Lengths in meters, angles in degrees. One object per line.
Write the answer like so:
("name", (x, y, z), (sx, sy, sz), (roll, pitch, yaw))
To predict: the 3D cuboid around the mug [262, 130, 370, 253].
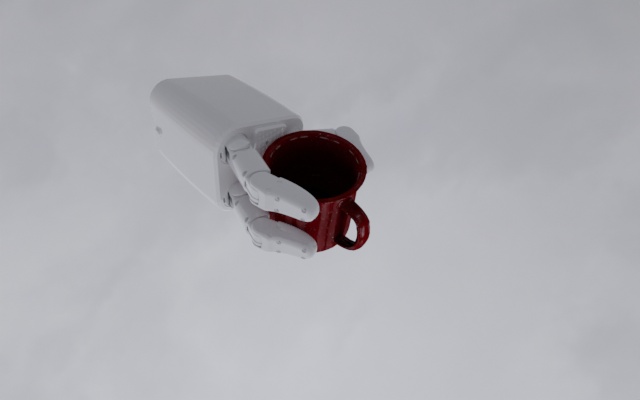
("mug", (0.001, 0.002, 0.442), (0.117, 0.082, 0.093), (38, 55, 26))
